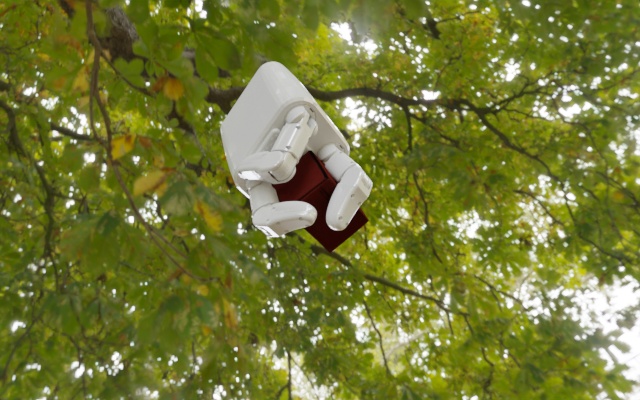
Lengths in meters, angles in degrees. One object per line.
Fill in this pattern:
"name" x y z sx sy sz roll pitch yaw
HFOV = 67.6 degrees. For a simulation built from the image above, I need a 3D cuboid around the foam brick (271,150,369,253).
"foam brick" 0.000 0.002 0.463 0.078 0.053 0.051 46 9 -40
